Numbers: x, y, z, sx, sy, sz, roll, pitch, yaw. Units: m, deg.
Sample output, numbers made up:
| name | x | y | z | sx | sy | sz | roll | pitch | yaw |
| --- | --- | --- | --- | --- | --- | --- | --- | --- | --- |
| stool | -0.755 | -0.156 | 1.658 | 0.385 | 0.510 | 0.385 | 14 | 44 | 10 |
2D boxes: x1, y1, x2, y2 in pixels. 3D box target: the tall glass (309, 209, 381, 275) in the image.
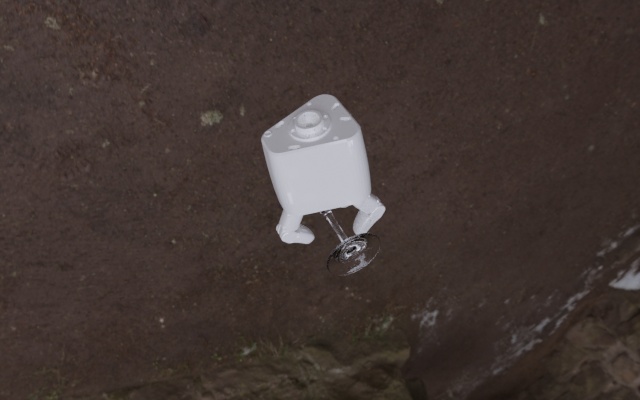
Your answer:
| name | x | y | z | sx | sy | sz | roll | pitch | yaw |
| --- | --- | --- | --- | --- | --- | --- | --- | --- | --- |
| tall glass | 0.000 | 0.003 | 0.651 | 0.079 | 0.079 | 0.201 | 0 | 41 | -34 |
